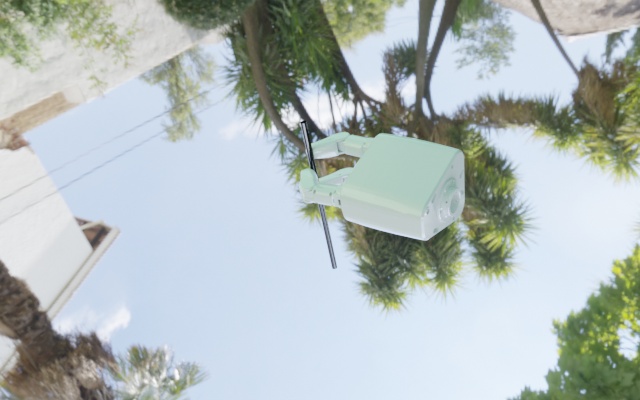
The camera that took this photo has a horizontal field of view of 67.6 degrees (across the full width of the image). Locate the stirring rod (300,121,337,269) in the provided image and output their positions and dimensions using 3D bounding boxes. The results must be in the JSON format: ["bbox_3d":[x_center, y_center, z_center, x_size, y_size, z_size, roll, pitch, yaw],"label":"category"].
[{"bbox_3d":[0.000,0.002,0.652,0.011,0.240,0.011,-8,34,6],"label":"stirring rod"}]
